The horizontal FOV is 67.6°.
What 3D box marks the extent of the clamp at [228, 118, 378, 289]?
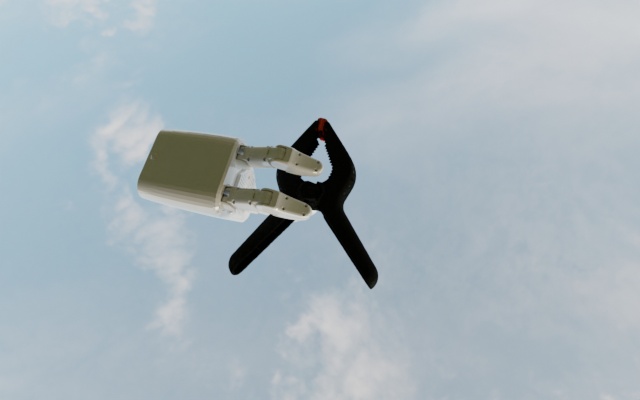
[{"bbox_3d":[0.000,0.002,0.553,0.164,0.210,0.036,11,-22,9],"label":"clamp"}]
